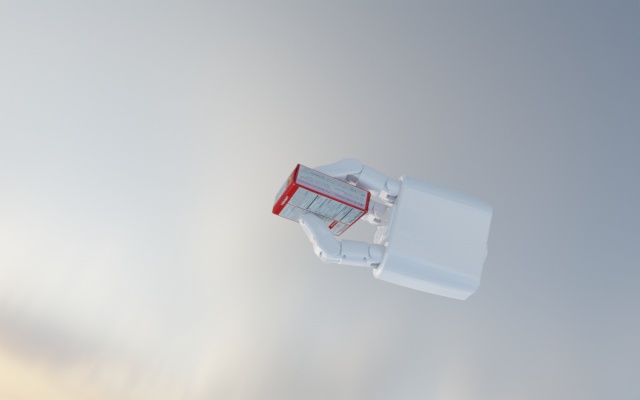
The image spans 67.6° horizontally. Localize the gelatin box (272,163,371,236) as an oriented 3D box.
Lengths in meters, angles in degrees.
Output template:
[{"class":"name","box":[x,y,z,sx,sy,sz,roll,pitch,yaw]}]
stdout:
[{"class":"gelatin box","box":[0.000,0.002,0.528,0.089,0.030,0.073,20,-32,-15]}]
